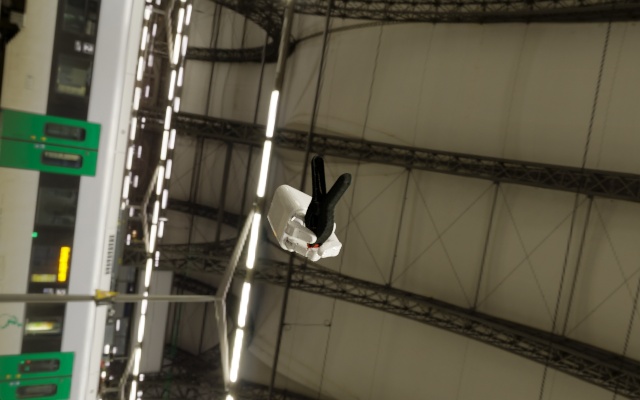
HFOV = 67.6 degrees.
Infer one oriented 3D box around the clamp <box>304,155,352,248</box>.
[{"bbox_3d":[0.001,0.003,0.879,0.039,0.171,0.120,7,26,-27],"label":"clamp"}]
